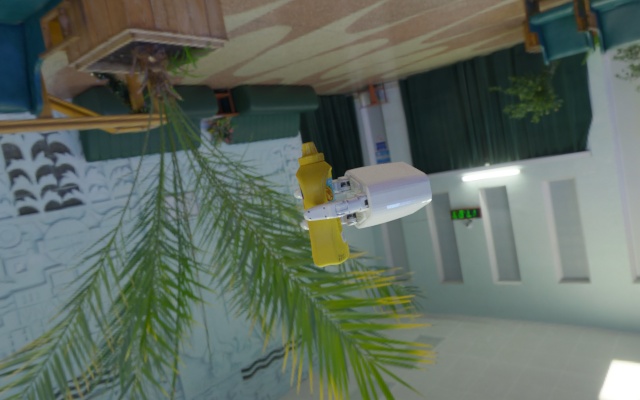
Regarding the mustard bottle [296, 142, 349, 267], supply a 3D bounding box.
[{"bbox_3d":[0.000,0.003,0.758,0.058,0.191,0.096,-11,5,10],"label":"mustard bottle"}]
